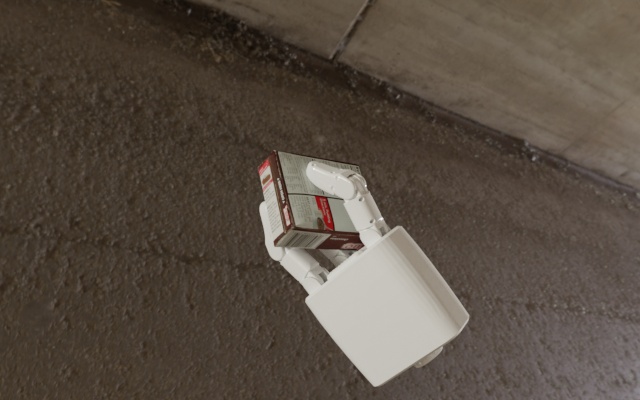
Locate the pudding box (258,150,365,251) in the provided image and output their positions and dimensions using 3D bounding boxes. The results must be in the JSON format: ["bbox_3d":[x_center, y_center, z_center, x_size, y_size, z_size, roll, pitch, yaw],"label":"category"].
[{"bbox_3d":[0.000,0.002,0.481,0.113,0.090,0.039,8,-36,-37],"label":"pudding box"}]
